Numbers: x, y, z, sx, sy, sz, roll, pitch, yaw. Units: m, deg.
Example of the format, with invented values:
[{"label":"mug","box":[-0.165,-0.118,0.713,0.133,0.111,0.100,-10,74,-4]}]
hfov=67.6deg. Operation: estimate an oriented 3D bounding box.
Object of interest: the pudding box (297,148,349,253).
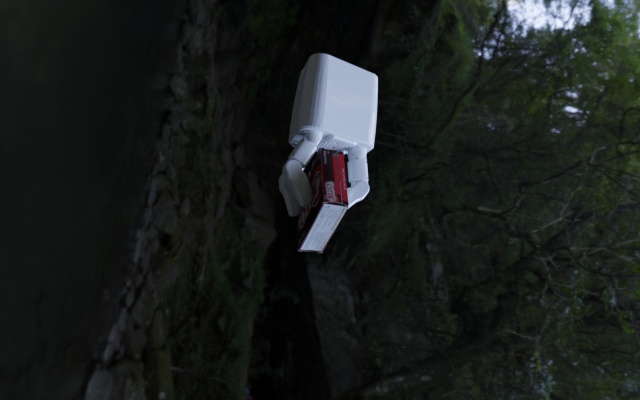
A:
[{"label":"pudding box","box":[0.000,0.002,0.621,0.039,0.090,0.114,9,-39,-13]}]
